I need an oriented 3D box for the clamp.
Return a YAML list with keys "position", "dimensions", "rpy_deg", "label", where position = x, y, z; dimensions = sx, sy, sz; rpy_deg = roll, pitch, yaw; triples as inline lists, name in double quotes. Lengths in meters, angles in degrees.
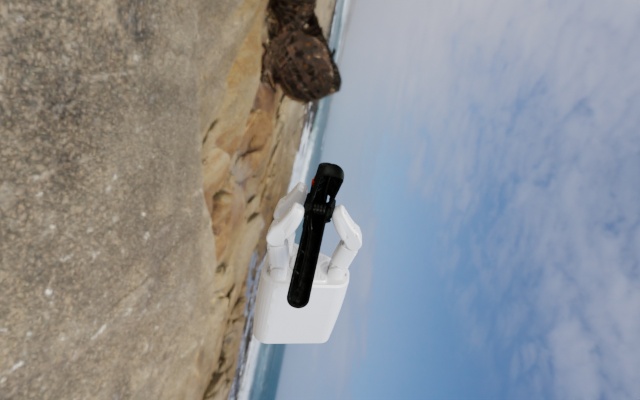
- position: [0.001, 0.002, 0.565]
  dimensions: [0.036, 0.165, 0.210]
  rpy_deg: [15, 28, -3]
  label: "clamp"
